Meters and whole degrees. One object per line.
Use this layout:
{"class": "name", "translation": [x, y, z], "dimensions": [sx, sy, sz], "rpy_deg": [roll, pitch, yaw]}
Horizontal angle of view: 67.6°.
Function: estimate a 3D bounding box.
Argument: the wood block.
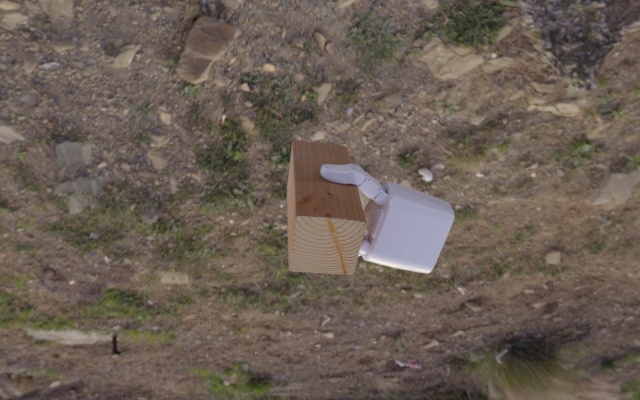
{"class": "wood block", "translation": [0.001, 0.002, 0.688], "dimensions": [0.090, 0.091, 0.206], "rpy_deg": [5, 32, -8]}
